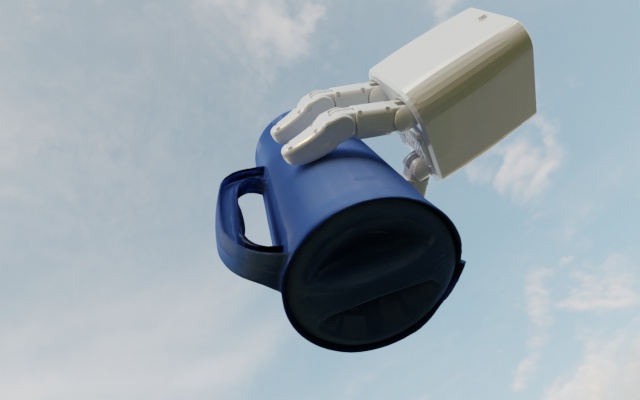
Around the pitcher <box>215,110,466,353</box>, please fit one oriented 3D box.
[{"bbox_3d":[0.000,0.001,0.423,0.145,0.149,0.242,-35,32,4],"label":"pitcher"}]
